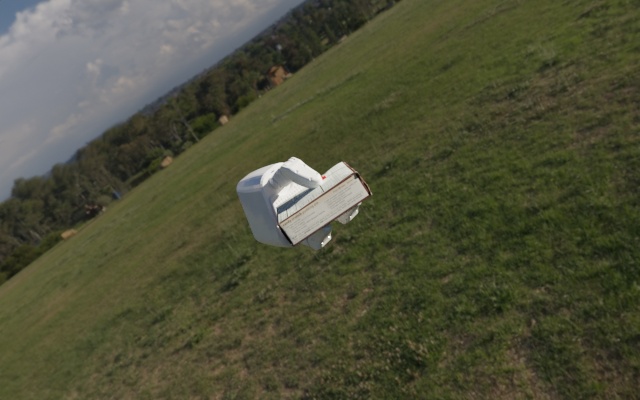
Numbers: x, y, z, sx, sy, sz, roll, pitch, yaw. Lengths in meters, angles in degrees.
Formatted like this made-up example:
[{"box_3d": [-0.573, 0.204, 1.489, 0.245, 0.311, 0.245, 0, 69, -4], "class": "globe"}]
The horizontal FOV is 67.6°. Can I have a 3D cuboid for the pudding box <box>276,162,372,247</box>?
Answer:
[{"box_3d": [0.000, 0.002, 0.587, 0.113, 0.039, 0.090, -35, 15, 2], "class": "pudding box"}]
